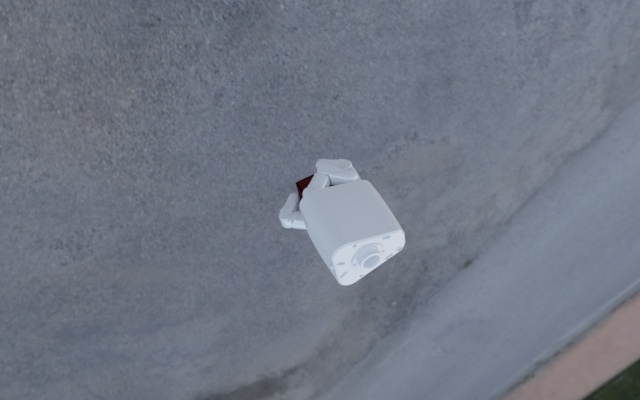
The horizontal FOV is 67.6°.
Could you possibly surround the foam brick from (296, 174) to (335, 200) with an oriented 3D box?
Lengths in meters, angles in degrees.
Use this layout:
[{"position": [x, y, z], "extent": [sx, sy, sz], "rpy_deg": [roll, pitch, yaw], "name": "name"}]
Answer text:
[{"position": [0.000, 0.003, 0.744], "extent": [0.053, 0.078, 0.051], "rpy_deg": [-25, 49, -9], "name": "foam brick"}]
